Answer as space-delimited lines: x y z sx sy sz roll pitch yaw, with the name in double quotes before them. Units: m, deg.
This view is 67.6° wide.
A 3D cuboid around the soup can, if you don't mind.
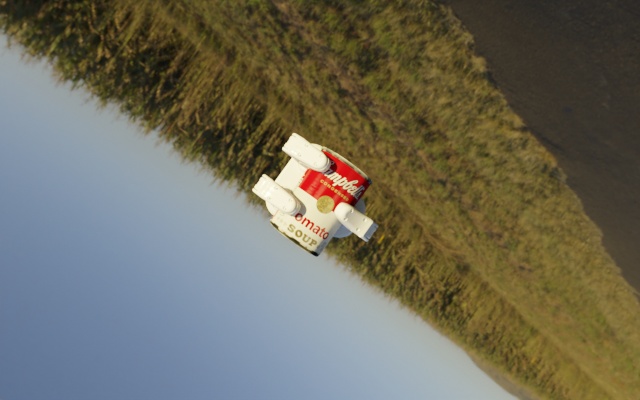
"soup can" 0.000 0.002 0.524 0.068 0.102 0.068 36 -1 1
